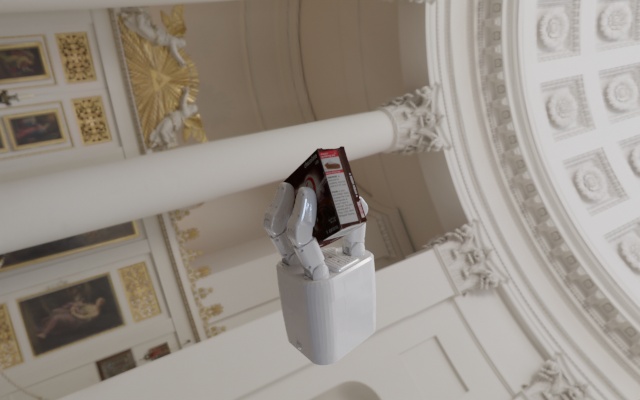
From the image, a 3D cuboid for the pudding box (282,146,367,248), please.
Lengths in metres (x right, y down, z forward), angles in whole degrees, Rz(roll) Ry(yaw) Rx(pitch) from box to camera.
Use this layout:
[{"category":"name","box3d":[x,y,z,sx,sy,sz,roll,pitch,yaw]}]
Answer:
[{"category":"pudding box","box3d":[0.000,0.002,0.538,0.039,0.090,0.113,-11,-13,-30]}]
